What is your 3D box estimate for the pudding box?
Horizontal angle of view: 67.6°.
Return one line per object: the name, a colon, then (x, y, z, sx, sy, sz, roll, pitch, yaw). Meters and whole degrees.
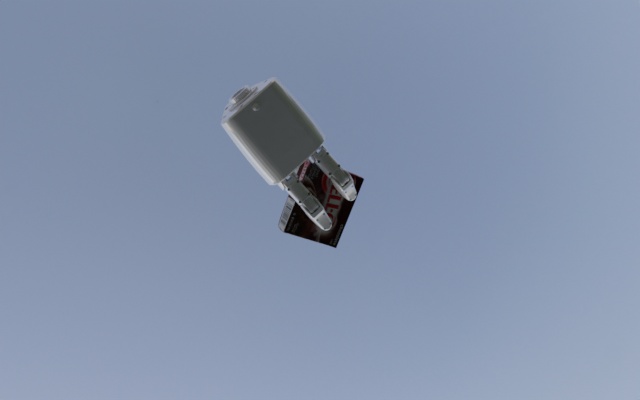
pudding box: (0.000, 0.002, 0.686, 0.090, 0.113, 0.039, 19, 7, -26)
